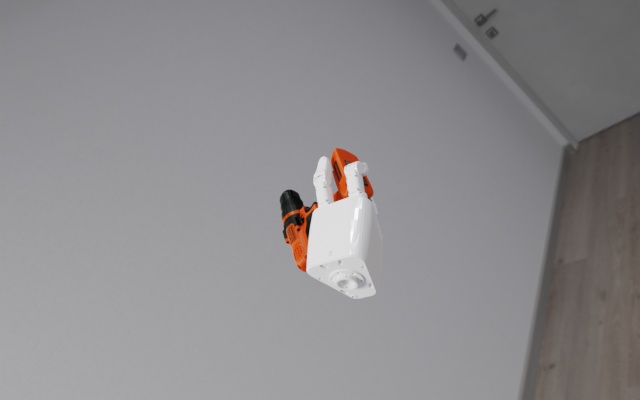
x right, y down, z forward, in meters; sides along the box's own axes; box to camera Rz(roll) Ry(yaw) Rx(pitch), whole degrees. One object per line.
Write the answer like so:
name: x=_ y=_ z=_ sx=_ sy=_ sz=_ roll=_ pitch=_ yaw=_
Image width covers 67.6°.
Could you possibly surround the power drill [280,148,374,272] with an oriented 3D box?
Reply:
power drill: x=0.000 y=0.003 z=0.822 sx=0.057 sy=0.184 sz=0.188 roll=16 pitch=-54 yaw=-35
